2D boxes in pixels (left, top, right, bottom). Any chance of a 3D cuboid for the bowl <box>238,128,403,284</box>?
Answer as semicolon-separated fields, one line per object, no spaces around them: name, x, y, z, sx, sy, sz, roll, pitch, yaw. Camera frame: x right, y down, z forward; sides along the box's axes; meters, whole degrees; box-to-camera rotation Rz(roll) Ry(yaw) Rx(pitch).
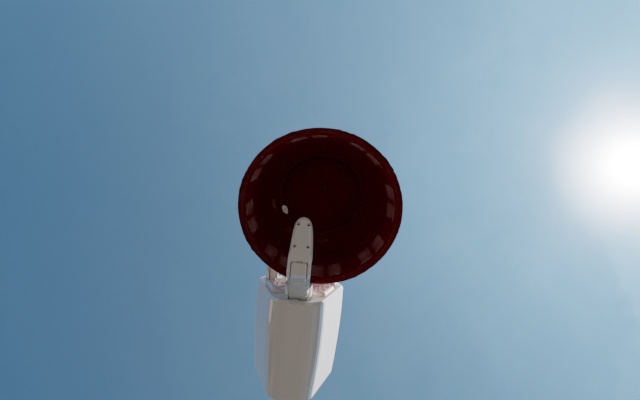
bowl;0.001;0.000;0.490;0.162;0.162;0.055;0;18;2
